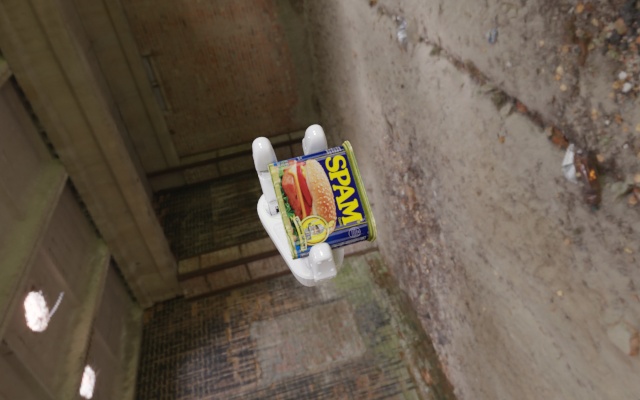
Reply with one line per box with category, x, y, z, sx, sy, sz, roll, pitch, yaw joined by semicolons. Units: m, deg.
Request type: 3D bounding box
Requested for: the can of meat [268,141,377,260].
can of meat;0.000;0.002;0.474;0.084;0.102;0.057;-15;-13;-5
